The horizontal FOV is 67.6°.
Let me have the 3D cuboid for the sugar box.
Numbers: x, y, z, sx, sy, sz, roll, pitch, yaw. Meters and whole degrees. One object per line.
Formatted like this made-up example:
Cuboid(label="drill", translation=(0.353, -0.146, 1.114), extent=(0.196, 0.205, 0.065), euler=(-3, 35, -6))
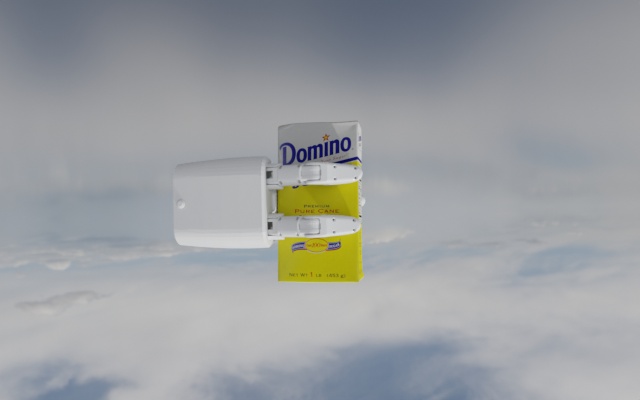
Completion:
Cuboid(label="sugar box", translation=(0.000, 0.002, 0.536), extent=(0.093, 0.176, 0.048), euler=(-2, -1, 10))
